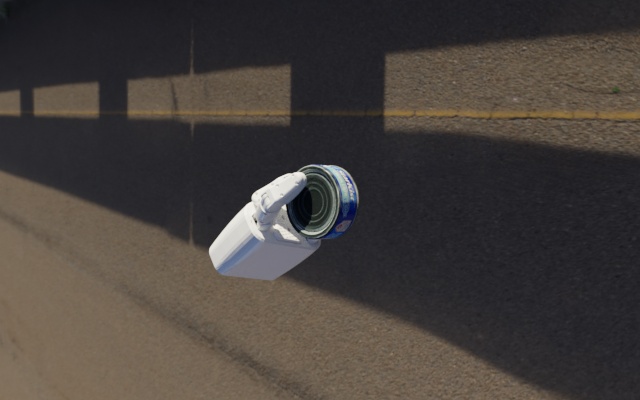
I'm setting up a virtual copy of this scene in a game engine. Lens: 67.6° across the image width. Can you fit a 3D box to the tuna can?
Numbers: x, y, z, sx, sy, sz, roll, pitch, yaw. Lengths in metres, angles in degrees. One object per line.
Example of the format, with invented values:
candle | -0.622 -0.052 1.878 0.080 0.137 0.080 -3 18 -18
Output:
tuna can | 0.000 0.002 0.544 0.086 0.086 0.034 0 0 42
